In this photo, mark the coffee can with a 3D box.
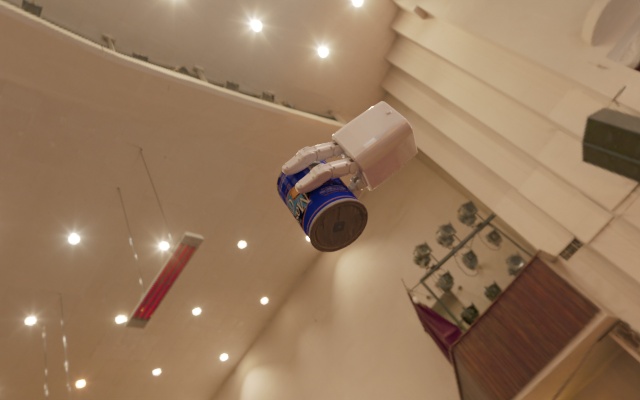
[{"bbox_3d":[0.000,0.003,0.794,0.103,0.103,0.140,0,35,-32],"label":"coffee can"}]
